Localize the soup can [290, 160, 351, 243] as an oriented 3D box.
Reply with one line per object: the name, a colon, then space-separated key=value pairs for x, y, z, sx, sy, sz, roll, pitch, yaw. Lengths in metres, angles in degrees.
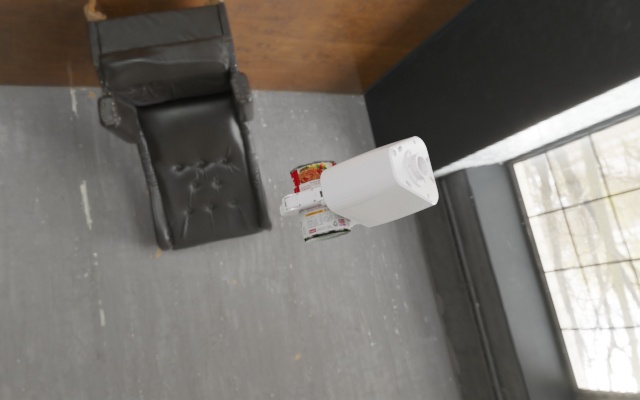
soup can: x=0.000 y=0.003 z=0.670 sx=0.068 sy=0.102 sz=0.068 roll=-12 pitch=-10 yaw=-2
